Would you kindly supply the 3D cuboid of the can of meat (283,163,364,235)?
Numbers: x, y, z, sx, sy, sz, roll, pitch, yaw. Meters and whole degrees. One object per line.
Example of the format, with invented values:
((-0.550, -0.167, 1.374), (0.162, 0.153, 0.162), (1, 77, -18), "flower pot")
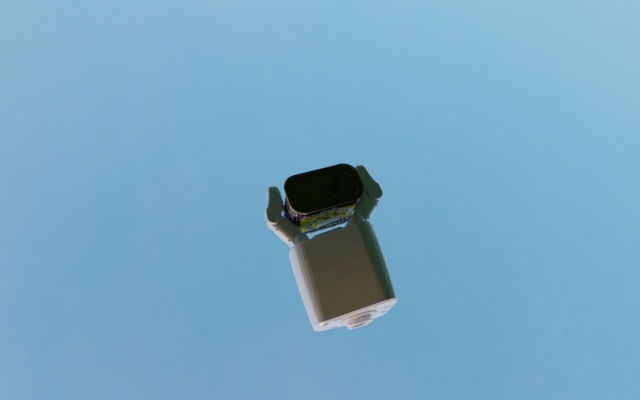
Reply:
((0.000, 0.002, 0.647), (0.102, 0.057, 0.084), (-15, -24, -15), "can of meat")
